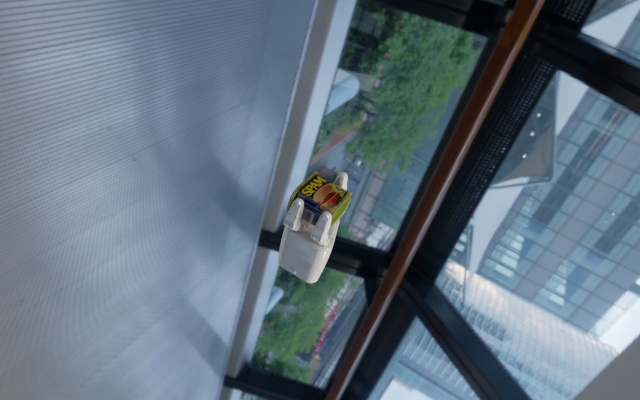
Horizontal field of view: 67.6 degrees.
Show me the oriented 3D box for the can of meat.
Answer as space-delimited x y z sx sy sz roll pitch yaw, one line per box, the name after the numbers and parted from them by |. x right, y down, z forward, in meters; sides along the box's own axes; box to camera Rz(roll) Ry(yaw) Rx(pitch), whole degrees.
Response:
0.000 0.003 0.881 0.084 0.057 0.102 29 38 13 | can of meat
